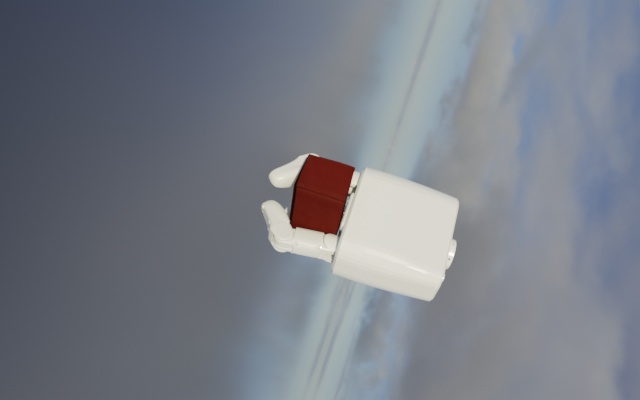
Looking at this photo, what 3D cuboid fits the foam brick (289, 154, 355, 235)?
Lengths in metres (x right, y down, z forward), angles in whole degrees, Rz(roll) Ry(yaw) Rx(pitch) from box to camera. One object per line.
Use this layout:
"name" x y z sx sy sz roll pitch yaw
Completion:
"foam brick" 0.000 0.001 0.490 0.051 0.053 0.078 17 -43 5
